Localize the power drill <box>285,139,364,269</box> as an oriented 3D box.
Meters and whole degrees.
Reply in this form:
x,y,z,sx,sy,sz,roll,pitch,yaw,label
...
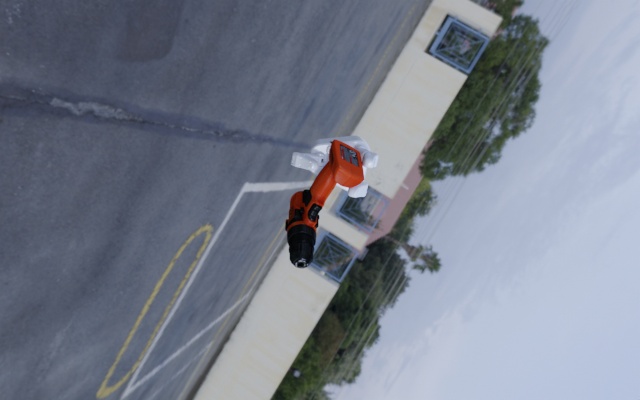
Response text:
x,y,z,sx,sy,sz,roll,pitch,yaw,label
0.000,0.002,0.815,0.057,0.188,0.184,25,32,-21,power drill
